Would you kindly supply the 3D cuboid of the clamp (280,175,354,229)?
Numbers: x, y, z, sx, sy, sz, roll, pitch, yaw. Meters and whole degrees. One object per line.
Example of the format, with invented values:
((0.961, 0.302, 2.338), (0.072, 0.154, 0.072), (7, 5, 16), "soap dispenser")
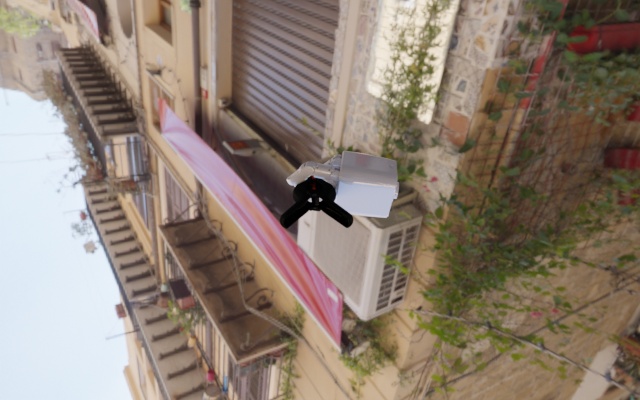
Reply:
((0.000, 0.003, 0.844), (0.120, 0.039, 0.171), (9, 31, 2), "clamp")
